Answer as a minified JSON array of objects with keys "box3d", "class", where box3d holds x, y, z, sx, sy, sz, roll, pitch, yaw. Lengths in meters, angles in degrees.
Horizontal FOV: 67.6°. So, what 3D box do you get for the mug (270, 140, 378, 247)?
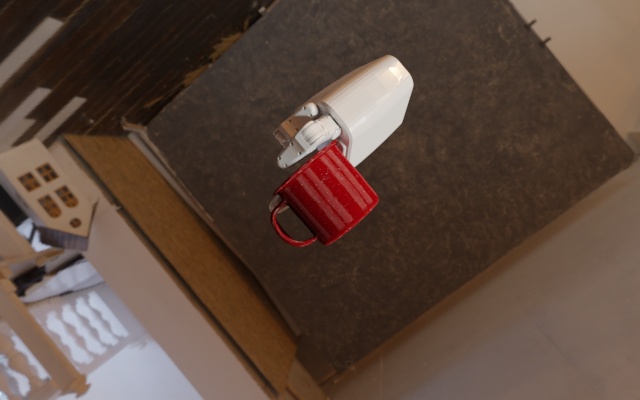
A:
[{"box3d":[-0.001,0.003,0.518,0.117,0.081,0.093,-41,1,-16],"class":"mug"}]
